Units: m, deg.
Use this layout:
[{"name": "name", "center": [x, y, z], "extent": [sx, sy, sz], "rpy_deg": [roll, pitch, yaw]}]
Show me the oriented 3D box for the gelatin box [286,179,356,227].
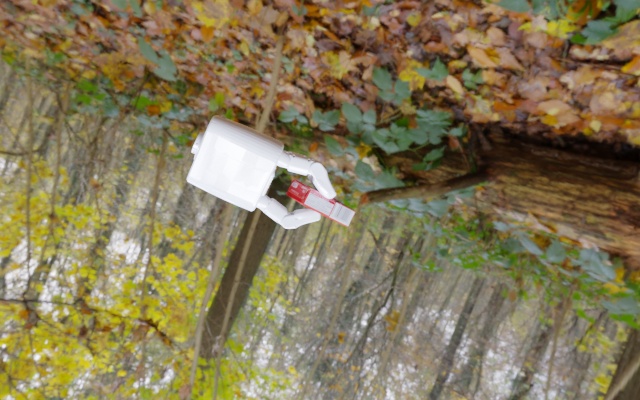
[{"name": "gelatin box", "center": [0.000, 0.003, 0.737], "extent": [0.089, 0.030, 0.073], "rpy_deg": [27, 2, -25]}]
